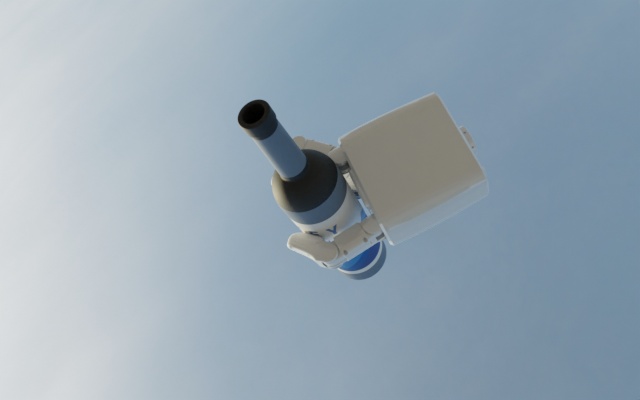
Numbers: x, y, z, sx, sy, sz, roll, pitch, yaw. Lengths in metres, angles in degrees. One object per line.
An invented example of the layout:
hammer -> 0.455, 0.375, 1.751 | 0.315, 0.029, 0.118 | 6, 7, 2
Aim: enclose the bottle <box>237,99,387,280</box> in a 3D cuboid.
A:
bottle -> 0.000, 0.002, 0.478 | 0.069, 0.069, 0.296 | 0, -27, 23
